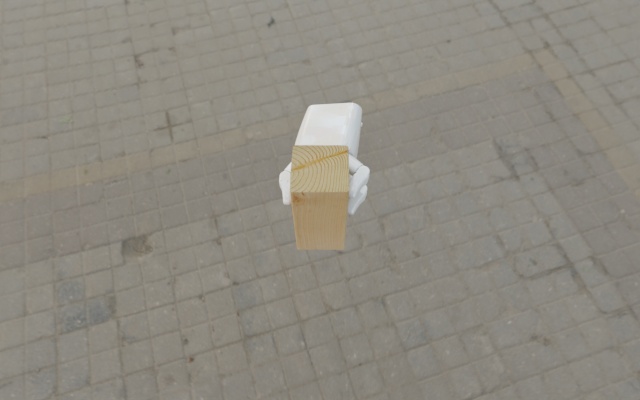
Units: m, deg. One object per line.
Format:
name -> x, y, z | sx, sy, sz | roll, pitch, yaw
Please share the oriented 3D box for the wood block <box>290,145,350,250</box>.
wood block -> 0.000, 0.002, 0.819 | 0.091, 0.090, 0.206 | 0, -31, 1
